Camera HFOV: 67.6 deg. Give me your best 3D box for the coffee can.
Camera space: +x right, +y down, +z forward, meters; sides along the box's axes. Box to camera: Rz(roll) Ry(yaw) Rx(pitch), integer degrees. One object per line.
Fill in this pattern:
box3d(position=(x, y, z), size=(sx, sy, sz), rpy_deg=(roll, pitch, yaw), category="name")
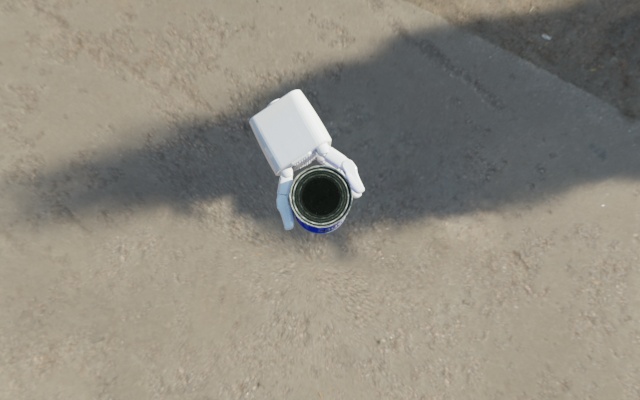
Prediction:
box3d(position=(0.000, 0.003, 0.834), size=(0.103, 0.103, 0.140), rpy_deg=(0, -8, -1), category="coffee can")
